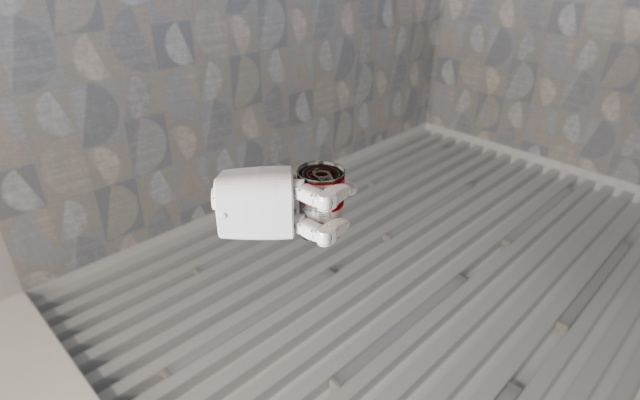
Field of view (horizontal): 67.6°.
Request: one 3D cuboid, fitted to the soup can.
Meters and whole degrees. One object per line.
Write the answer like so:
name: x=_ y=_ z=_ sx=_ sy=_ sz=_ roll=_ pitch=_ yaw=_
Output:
soup can: x=0.001 y=0.002 z=0.690 sx=0.068 sy=0.102 sz=0.068 roll=0 pitch=29 yaw=0
